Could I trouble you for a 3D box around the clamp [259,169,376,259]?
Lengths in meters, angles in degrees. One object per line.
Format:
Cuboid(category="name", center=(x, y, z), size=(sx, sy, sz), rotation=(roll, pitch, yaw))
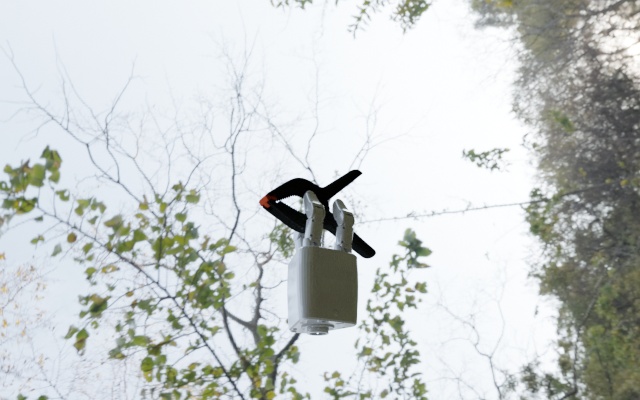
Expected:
Cuboid(category="clamp", center=(-0.001, 0.003, 0.788), size=(0.210, 0.164, 0.036), rotation=(15, -31, -28))
